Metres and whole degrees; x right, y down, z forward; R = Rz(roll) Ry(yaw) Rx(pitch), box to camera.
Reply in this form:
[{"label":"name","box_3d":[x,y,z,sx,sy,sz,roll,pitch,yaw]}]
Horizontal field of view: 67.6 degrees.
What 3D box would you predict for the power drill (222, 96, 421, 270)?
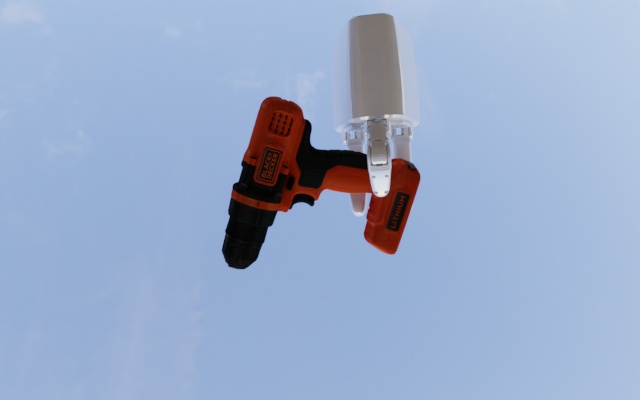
[{"label":"power drill","box_3d":[0.001,0.002,0.511,0.187,0.184,0.057,15,11,-17]}]
